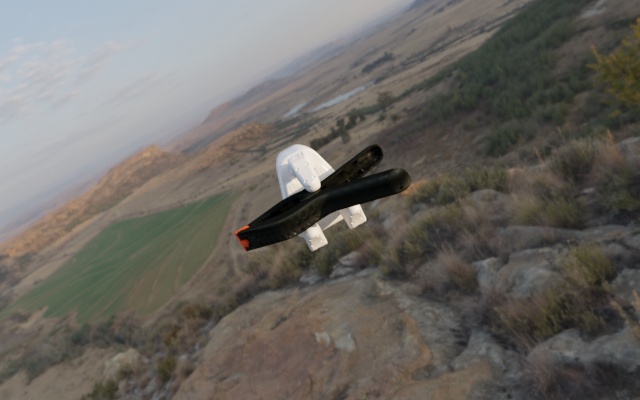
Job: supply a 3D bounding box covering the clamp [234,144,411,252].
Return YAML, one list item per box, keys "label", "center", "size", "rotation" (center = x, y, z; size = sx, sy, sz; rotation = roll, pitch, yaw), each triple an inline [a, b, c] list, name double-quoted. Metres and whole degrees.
- label: "clamp"
  center: [-0.001, 0.001, 0.542]
  size: [0.210, 0.036, 0.164]
  rotation: [-30, 15, -2]
